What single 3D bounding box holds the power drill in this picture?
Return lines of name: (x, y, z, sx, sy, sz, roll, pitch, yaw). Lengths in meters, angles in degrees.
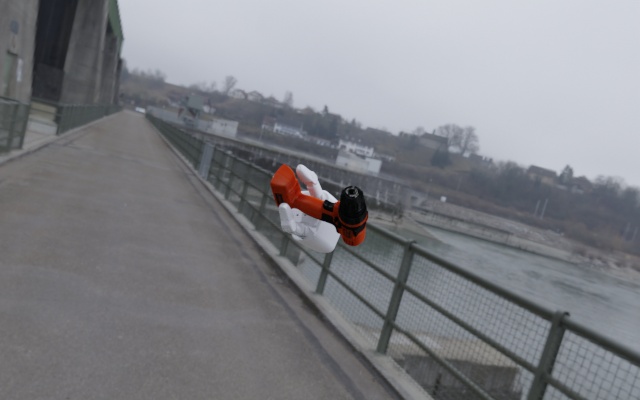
power drill: (0.000, 0.003, 0.884, 0.187, 0.057, 0.185, 27, -25, 18)
